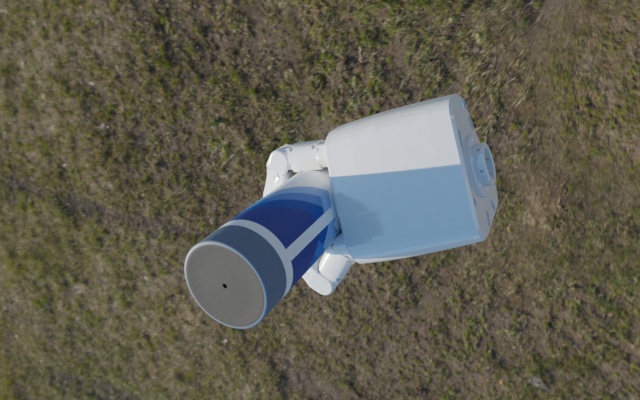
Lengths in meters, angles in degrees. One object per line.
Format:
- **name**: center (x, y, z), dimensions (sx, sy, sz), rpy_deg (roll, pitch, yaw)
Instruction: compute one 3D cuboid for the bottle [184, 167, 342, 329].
- **bottle**: center (0.000, 0.002, 0.432), dimensions (0.069, 0.069, 0.295), rpy_deg (0, 22, 28)
